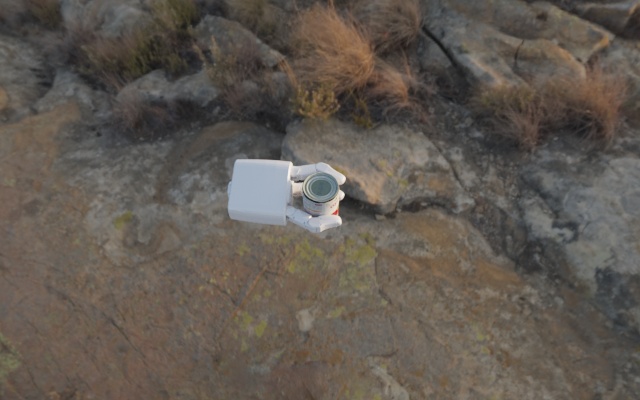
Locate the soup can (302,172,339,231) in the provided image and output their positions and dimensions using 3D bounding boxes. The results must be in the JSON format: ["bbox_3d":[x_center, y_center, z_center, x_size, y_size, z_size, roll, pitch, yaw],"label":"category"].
[{"bbox_3d":[0.001,0.003,0.882,0.068,0.068,0.102,0,-33,0],"label":"soup can"}]
